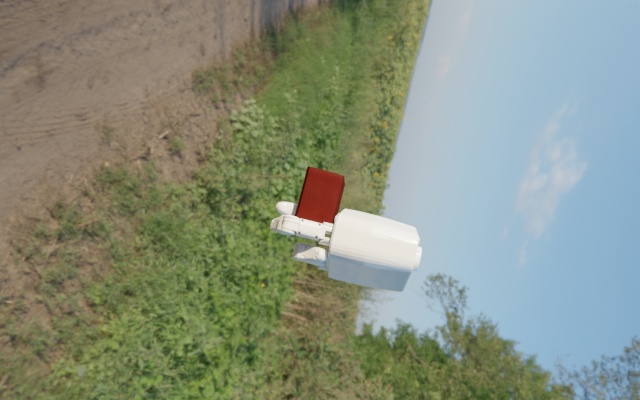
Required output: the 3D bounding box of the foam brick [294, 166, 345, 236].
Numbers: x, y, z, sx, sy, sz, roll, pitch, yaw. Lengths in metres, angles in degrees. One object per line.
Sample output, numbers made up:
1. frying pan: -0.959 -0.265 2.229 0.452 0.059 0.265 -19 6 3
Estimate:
1. foam brick: 0.000 0.002 0.646 0.051 0.078 0.053 12 -11 8
